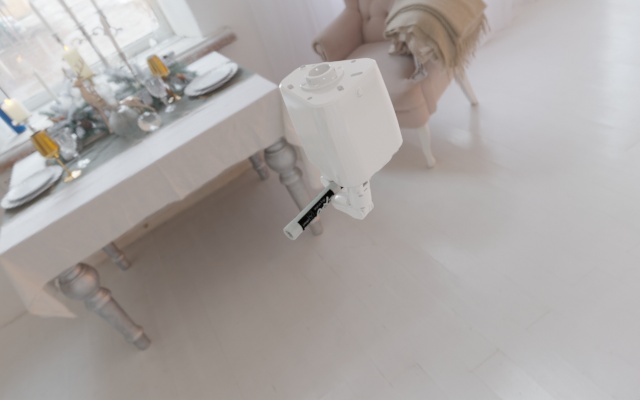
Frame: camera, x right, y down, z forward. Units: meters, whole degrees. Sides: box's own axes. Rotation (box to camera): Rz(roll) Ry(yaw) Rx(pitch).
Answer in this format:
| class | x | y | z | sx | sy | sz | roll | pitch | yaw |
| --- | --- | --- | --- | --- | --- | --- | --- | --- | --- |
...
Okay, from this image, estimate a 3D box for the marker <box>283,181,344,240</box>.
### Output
| class | x | y | z | sx | sy | sz | roll | pitch | yaw |
| --- | --- | --- | --- | --- | --- | --- | --- | --- | --- |
| marker | 0.000 | 0.002 | 0.599 | 0.121 | 0.020 | 0.020 | -45 | 23 | -25 |
